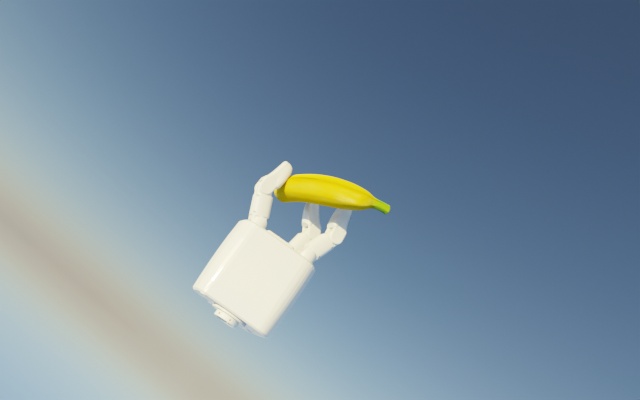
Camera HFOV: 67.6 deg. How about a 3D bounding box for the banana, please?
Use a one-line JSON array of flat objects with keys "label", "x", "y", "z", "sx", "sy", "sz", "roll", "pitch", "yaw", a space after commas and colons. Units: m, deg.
[{"label": "banana", "x": -0.007, "y": -0.008, "z": 0.634, "sx": 0.198, "sy": 0.037, "sz": 0.070, "roll": 10, "pitch": -28, "yaw": 42}]
